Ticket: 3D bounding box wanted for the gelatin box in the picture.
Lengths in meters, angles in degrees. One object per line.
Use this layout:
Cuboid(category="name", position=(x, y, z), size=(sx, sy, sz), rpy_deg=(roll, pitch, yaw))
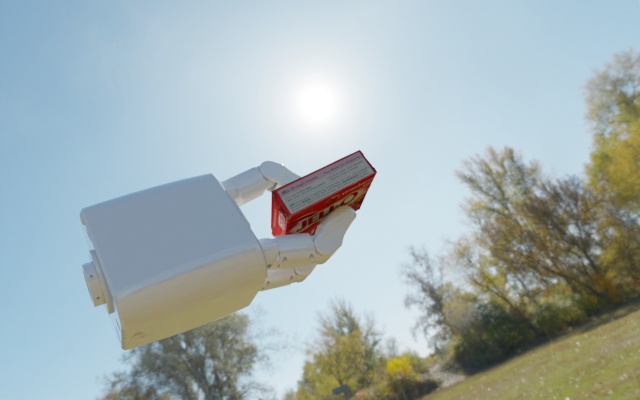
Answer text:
Cuboid(category="gelatin box", position=(0.000, 0.001, 0.419), size=(0.089, 0.030, 0.073), rpy_deg=(-27, -19, -19))
